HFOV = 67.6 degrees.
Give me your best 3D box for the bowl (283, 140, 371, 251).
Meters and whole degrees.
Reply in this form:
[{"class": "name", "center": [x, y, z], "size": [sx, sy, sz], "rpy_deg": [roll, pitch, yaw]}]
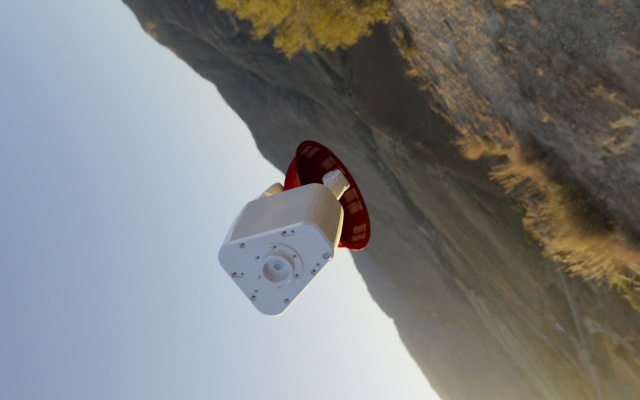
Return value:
[{"class": "bowl", "center": [0.000, 0.002, 0.643], "size": [0.055, 0.162, 0.162], "rpy_deg": [-29, -14, 27]}]
